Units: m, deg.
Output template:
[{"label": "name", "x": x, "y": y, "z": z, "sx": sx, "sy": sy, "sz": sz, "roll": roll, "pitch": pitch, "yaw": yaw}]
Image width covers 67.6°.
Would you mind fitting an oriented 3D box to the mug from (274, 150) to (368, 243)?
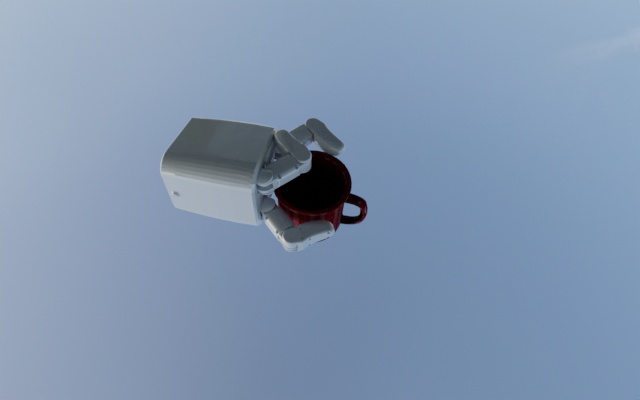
[{"label": "mug", "x": 0.002, "y": 0.002, "z": 0.587, "sx": 0.117, "sy": 0.093, "sz": 0.082, "roll": 12, "pitch": -33, "yaw": 5}]
